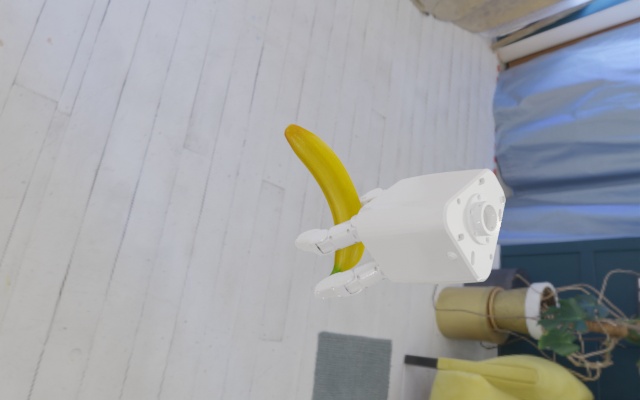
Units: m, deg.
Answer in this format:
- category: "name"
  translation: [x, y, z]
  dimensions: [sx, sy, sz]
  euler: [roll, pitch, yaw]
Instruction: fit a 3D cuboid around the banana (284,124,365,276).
- category: "banana"
  translation: [0.015, -0.001, 0.565]
  dimensions: [0.069, 0.198, 0.037]
  euler: [-22, 10, -38]
